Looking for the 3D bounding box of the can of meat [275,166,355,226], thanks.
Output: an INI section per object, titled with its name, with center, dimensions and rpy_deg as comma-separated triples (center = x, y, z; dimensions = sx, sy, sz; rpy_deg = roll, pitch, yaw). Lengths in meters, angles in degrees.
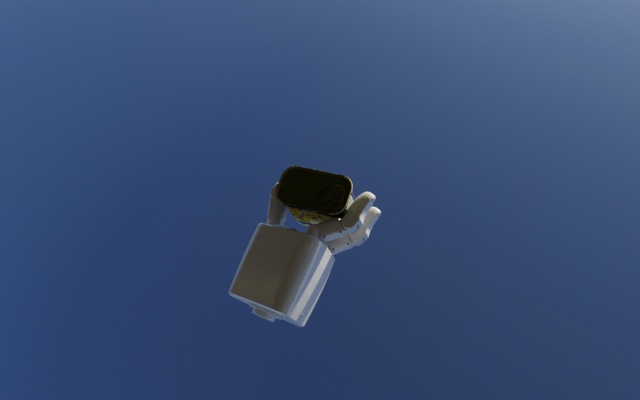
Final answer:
[can of meat]
center = 0.000, 0.002, 0.663
dimensions = 0.102, 0.057, 0.084
rpy_deg = 12, -21, 20
